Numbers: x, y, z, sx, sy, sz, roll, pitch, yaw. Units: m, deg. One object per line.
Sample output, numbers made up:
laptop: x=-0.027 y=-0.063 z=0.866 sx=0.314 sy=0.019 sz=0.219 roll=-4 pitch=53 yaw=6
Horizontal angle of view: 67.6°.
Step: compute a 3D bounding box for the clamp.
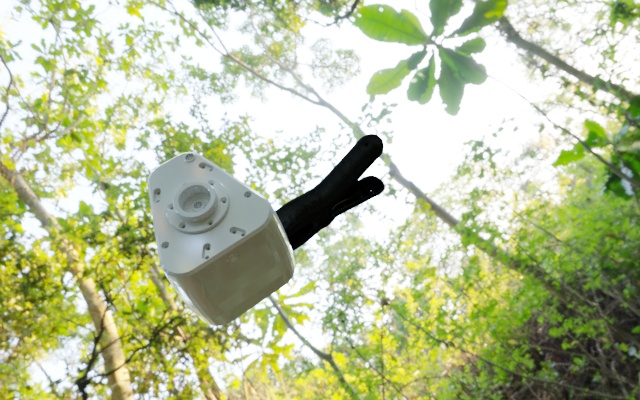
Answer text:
clamp: x=0.000 y=0.001 z=0.478 sx=0.171 sy=0.039 sz=0.120 roll=-36 pitch=-26 yaw=-15
